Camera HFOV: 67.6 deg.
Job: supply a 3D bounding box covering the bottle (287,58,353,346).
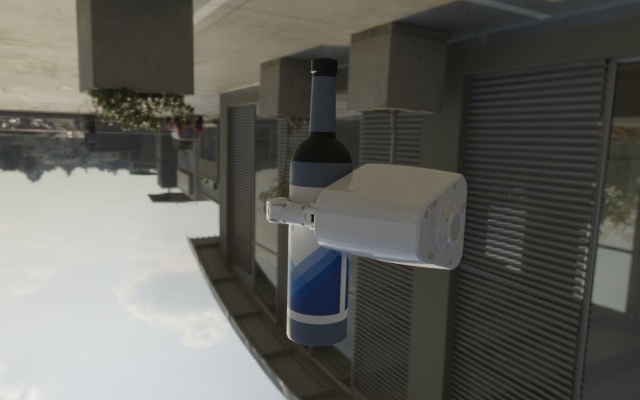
[{"bbox_3d":[0.000,0.002,0.510,0.069,0.296,0.069,2,7,0],"label":"bottle"}]
